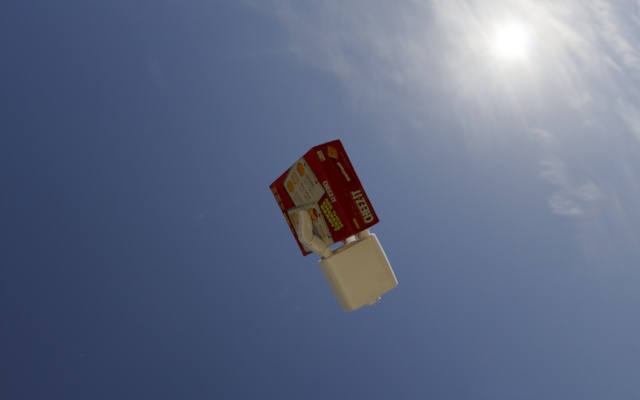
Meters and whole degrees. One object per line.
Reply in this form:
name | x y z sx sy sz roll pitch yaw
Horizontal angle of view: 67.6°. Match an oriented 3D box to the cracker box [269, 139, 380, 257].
cracker box | 0.000 0.003 0.894 0.072 0.164 0.214 -24 -4 -30
